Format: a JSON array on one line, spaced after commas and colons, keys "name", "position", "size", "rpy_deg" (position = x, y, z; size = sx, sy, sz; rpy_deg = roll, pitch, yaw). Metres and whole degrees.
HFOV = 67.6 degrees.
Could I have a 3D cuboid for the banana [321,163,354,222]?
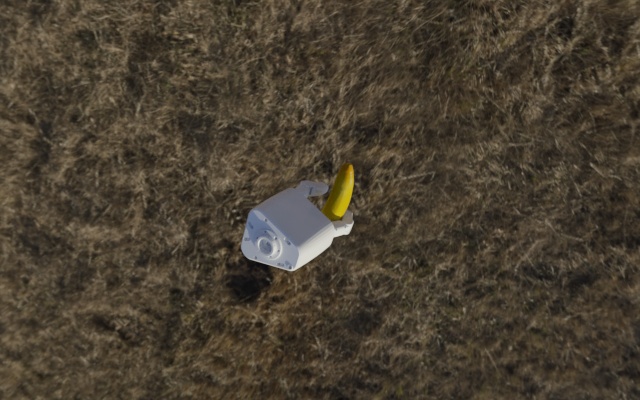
[{"name": "banana", "position": [0.008, 0.019, 0.844], "size": [0.037, 0.069, 0.198], "rpy_deg": [-13, -27, -48]}]
